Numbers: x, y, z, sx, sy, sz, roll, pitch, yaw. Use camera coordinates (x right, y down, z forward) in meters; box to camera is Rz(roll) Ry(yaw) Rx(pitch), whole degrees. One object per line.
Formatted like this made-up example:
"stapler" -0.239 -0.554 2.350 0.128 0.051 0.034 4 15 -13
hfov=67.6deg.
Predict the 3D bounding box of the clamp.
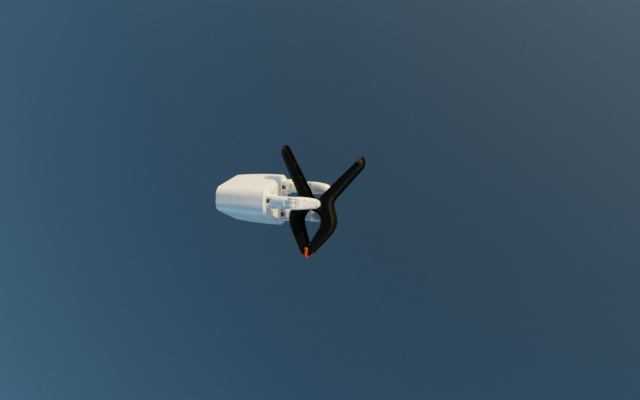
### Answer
"clamp" 0.000 0.003 0.891 0.164 0.210 0.036 4 4 20
